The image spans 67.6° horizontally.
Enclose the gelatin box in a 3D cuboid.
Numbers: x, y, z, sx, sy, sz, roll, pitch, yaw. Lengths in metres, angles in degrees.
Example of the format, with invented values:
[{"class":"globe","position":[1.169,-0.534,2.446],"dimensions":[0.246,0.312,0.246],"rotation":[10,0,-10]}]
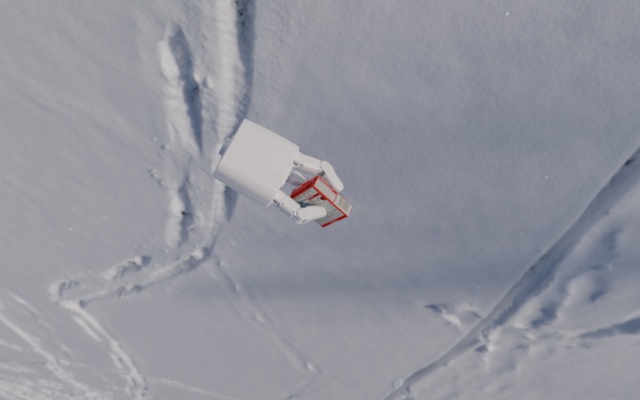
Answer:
[{"class":"gelatin box","position":[0.000,0.003,0.840],"dimensions":[0.089,0.030,0.073],"rotation":[41,-39,-18]}]
